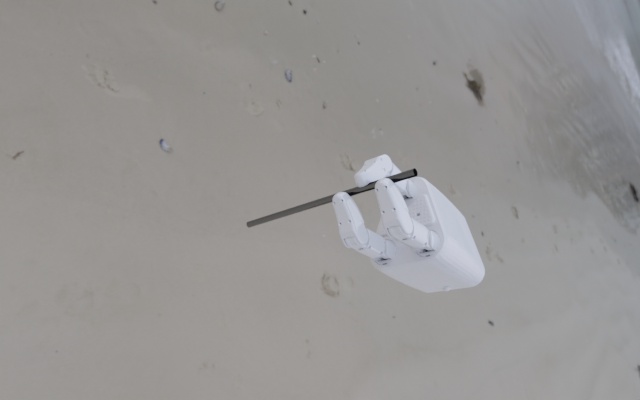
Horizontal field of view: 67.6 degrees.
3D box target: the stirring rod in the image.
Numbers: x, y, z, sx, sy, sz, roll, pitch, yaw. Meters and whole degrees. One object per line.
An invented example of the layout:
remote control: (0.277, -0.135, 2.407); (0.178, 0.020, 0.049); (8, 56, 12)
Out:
stirring rod: (0.000, 0.002, 0.530); (0.239, 0.011, 0.011); (-18, -11, 38)
